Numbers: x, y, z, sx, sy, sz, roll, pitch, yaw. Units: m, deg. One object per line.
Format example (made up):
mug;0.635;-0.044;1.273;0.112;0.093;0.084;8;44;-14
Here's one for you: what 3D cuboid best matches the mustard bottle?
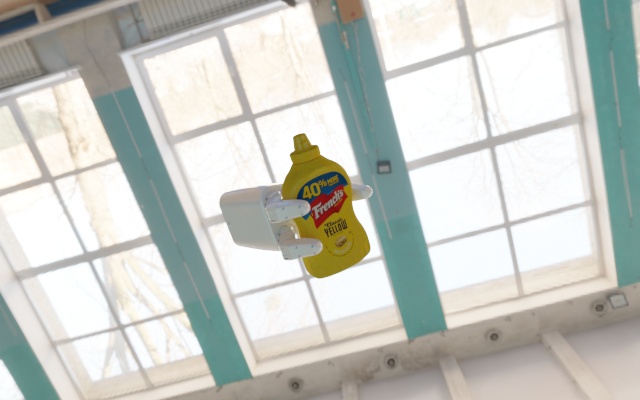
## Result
mustard bottle;0.000;0.002;0.642;0.096;0.192;0.058;-24;18;-19
